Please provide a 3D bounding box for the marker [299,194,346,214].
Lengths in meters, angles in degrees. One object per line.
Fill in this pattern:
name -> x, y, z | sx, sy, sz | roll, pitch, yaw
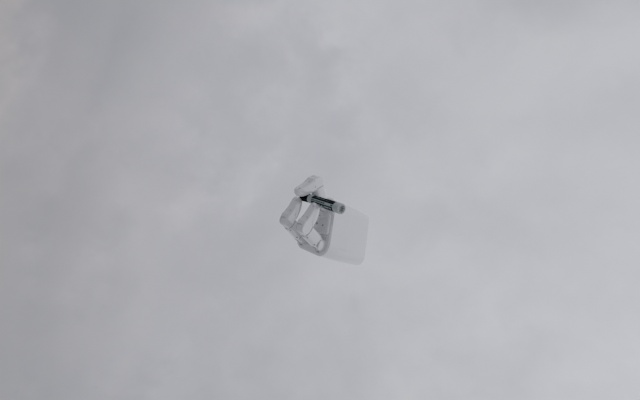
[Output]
marker -> 0.000, 0.003, 0.860 | 0.020, 0.020, 0.121 | 0, 11, -38
